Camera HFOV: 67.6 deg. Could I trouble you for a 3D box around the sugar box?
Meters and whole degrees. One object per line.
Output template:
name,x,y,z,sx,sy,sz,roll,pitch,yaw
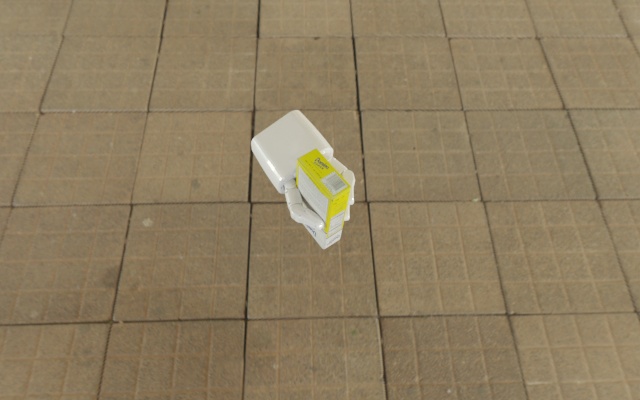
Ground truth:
sugar box,0.000,0.002,0.806,0.048,0.093,0.176,-32,-23,-18
